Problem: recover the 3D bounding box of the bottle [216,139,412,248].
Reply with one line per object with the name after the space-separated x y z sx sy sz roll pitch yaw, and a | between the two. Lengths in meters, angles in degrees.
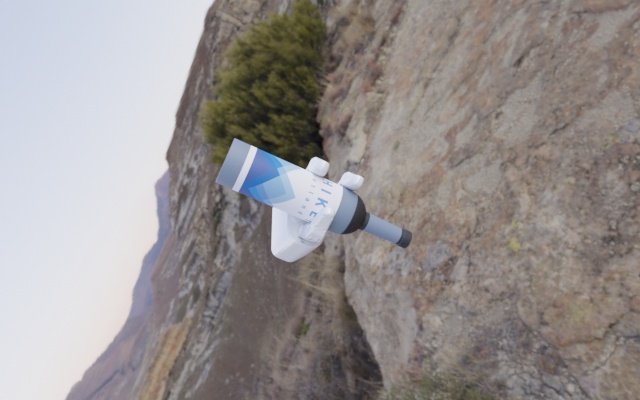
0.000 0.002 0.689 0.296 0.069 0.069 24 -6 -13 | bottle
